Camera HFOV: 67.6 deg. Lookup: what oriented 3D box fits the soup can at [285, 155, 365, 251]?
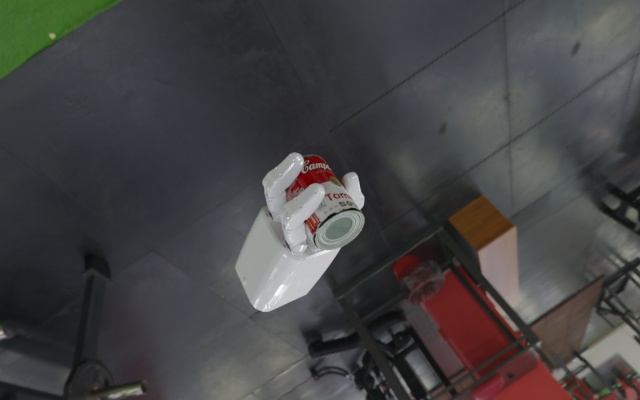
[{"bbox_3d":[0.001,0.002,0.578,0.068,0.068,0.102,0,41,-36],"label":"soup can"}]
